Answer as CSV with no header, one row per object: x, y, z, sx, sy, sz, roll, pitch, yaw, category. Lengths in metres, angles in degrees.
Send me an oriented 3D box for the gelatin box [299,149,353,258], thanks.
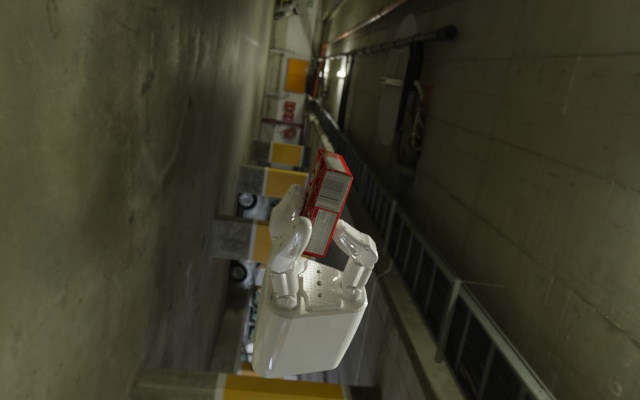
0.001,0.001,0.475,0.030,0.089,0.073,15,19,-11,gelatin box
